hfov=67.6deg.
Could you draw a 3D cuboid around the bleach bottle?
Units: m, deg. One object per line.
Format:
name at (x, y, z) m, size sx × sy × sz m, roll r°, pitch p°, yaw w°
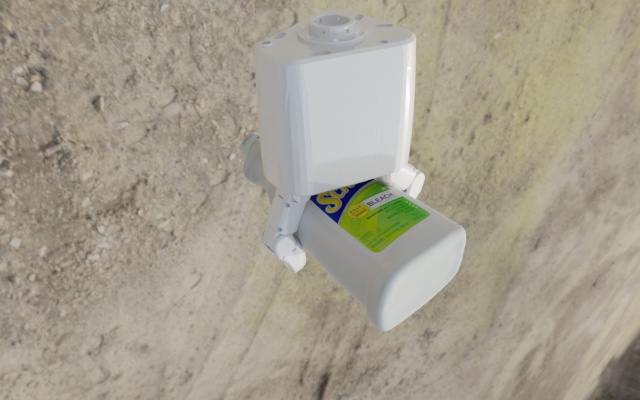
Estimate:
bleach bottle at (0.000, 0.001, 0.434) m, size 0.102 × 0.068 × 0.250 m, roll -29°, pitch 46°, yaw -30°
